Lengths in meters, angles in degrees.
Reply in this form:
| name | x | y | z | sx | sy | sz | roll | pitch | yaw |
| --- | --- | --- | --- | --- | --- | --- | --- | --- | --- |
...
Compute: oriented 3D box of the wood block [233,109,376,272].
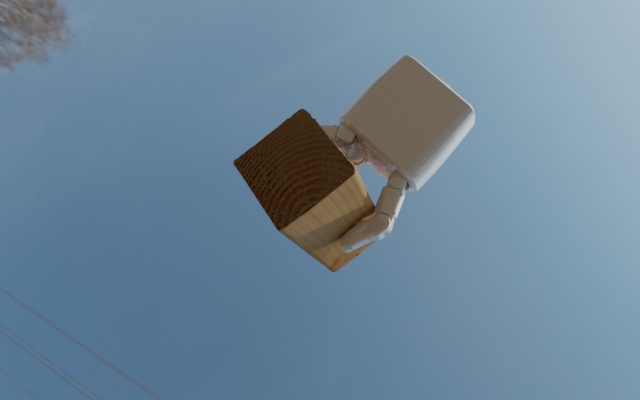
| name | x | y | z | sx | sy | sz | roll | pitch | yaw |
| --- | --- | --- | --- | --- | --- | --- | --- | --- | --- |
| wood block | 0.001 | 0.002 | 0.530 | 0.090 | 0.090 | 0.206 | -38 | -25 | 1 |
